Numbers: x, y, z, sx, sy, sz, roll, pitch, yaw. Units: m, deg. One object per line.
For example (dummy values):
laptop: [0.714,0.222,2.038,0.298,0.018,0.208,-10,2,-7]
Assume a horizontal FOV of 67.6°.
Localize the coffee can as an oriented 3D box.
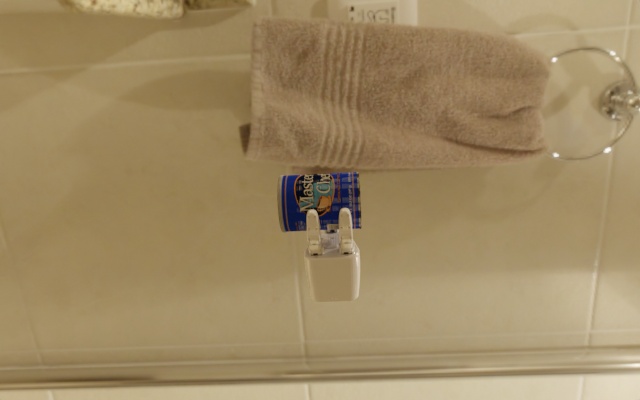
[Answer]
coffee can: [0.000,0.003,0.849,0.140,0.103,0.103,-3,0,3]
